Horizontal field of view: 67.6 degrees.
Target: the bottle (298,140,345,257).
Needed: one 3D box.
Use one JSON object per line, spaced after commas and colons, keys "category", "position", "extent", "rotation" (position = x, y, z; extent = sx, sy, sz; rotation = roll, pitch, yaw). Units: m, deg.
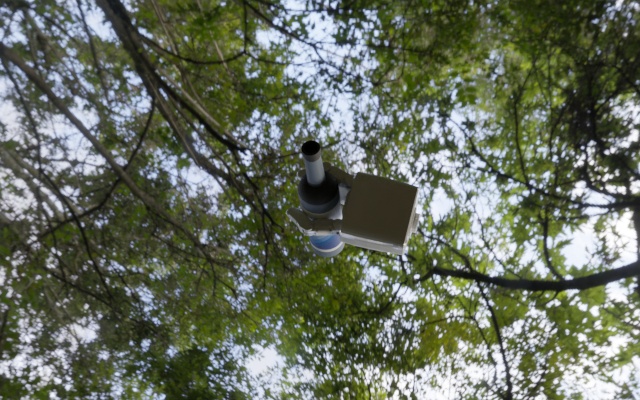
{"category": "bottle", "position": [0.000, 0.003, 0.796], "extent": [0.069, 0.069, 0.296], "rotation": [0, -32, 6]}
